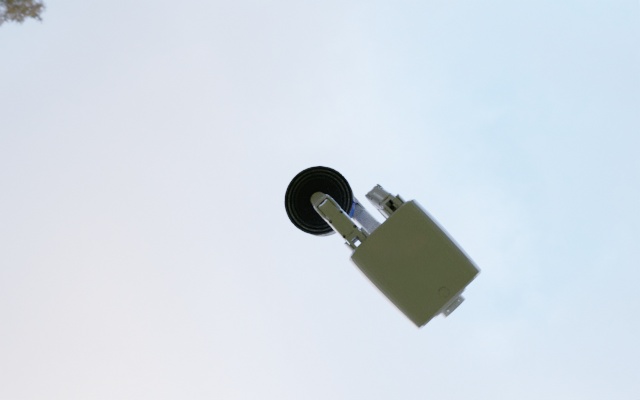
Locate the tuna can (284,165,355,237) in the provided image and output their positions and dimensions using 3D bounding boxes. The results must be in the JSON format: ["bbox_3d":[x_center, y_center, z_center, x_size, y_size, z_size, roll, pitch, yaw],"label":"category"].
[{"bbox_3d":[0.000,0.002,0.596,0.086,0.086,0.034,0,-10,11],"label":"tuna can"}]
